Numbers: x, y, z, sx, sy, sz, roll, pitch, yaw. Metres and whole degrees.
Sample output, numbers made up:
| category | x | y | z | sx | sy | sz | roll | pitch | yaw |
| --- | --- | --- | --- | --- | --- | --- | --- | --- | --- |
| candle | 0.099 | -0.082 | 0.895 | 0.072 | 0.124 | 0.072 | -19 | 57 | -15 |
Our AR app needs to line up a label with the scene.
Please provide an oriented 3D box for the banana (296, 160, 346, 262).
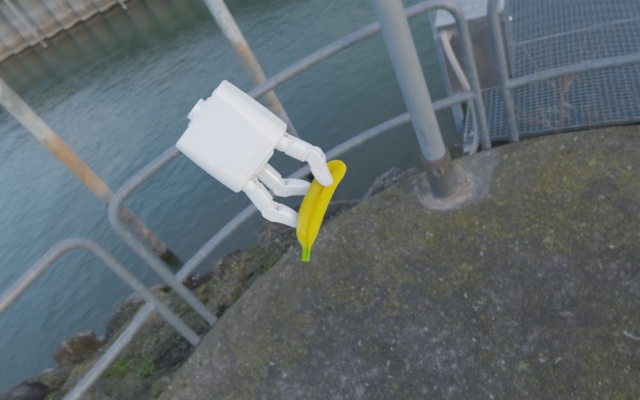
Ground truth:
| category | x | y | z | sx | sy | sz | roll | pitch | yaw |
| --- | --- | --- | --- | --- | --- | --- | --- | --- | --- |
| banana | 0.001 | -0.006 | 0.720 | 0.037 | 0.197 | 0.070 | 19 | -37 | 8 |
